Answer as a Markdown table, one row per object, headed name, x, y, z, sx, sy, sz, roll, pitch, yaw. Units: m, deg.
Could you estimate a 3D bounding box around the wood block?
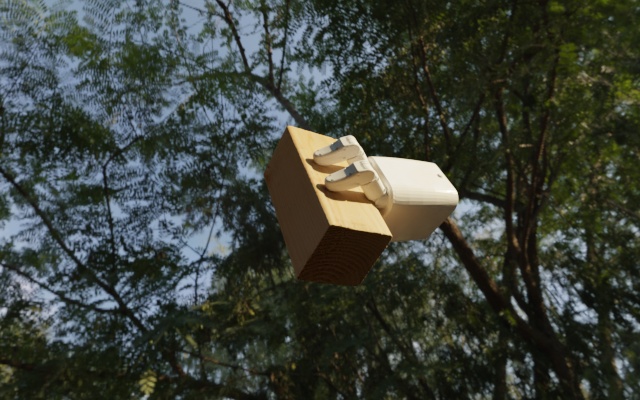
| name | x | y | z | sx | sy | sz | roll | pitch | yaw |
| --- | --- | --- | --- | --- | --- | --- | --- | --- | --- |
| wood block | 0.000 | 0.002 | 0.625 | 0.090 | 0.091 | 0.206 | 12 | 34 | -29 |
